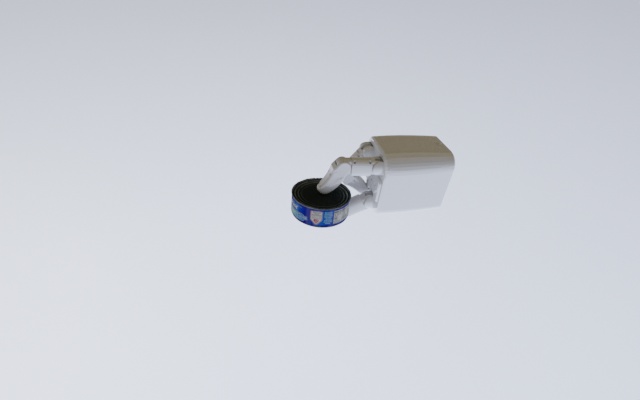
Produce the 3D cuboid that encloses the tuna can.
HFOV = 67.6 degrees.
[{"bbox_3d":[0.000,0.003,0.688,0.086,0.034,0.086,4,32,-2],"label":"tuna can"}]
